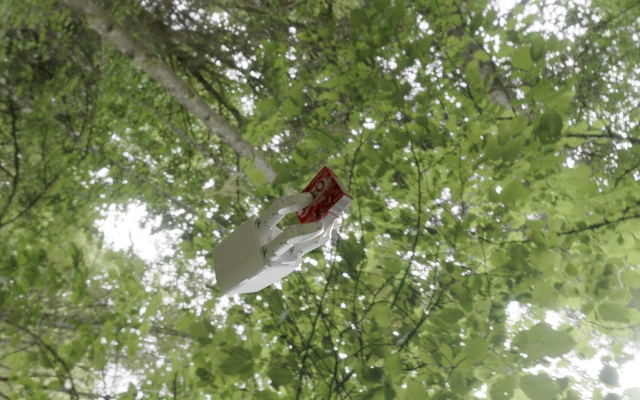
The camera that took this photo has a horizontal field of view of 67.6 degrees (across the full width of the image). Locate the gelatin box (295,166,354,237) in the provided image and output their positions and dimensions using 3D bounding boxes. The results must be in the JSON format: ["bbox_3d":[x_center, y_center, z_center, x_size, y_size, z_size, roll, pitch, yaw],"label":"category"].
[{"bbox_3d":[0.001,0.002,0.753,0.030,0.089,0.073,28,22,-44],"label":"gelatin box"}]
